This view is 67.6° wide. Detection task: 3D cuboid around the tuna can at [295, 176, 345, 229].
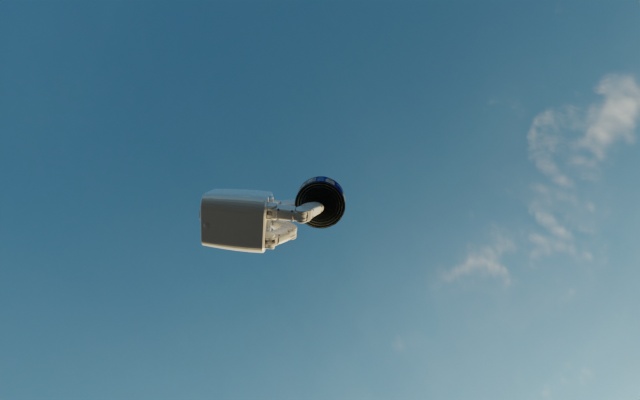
[{"bbox_3d":[0.000,0.002,0.819,0.086,0.086,0.033,0,21,4],"label":"tuna can"}]
